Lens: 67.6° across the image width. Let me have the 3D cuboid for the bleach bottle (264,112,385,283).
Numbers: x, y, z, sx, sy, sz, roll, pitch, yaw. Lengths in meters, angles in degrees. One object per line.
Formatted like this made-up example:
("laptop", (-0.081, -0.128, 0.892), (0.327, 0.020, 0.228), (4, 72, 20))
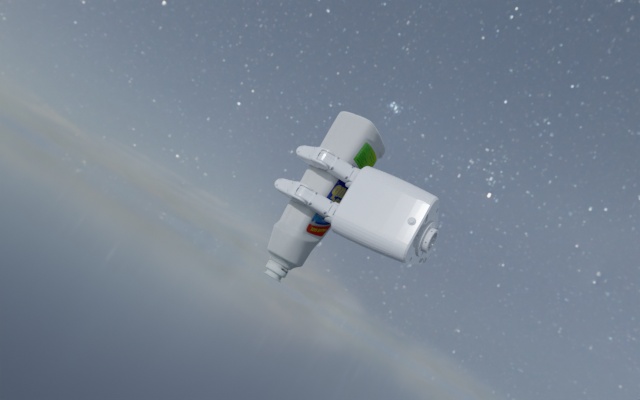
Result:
("bleach bottle", (0.000, 0.002, 0.679), (0.068, 0.251, 0.103), (25, -13, 27))
